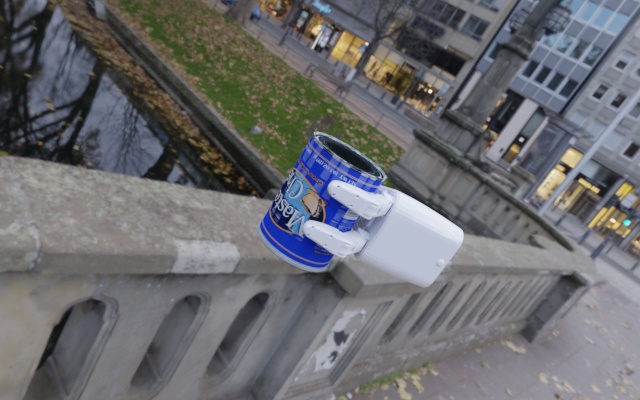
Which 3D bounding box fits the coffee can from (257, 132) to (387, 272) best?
[{"bbox_3d":[0.000,0.002,0.587,0.103,0.140,0.102,29,17,-10],"label":"coffee can"}]
